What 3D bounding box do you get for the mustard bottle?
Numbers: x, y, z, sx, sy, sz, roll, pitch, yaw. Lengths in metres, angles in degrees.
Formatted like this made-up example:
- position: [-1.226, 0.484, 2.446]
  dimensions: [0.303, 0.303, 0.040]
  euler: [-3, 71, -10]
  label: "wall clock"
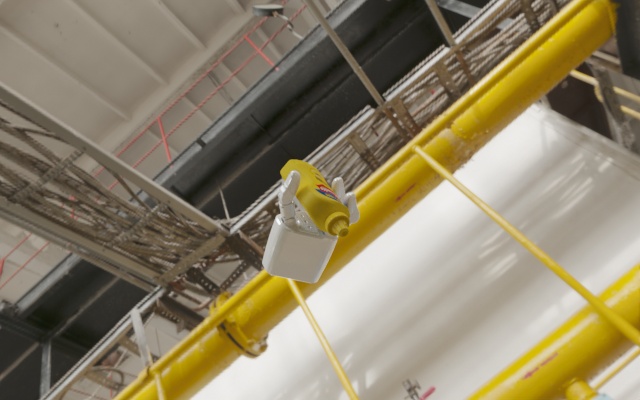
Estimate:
- position: [0.000, 0.002, 0.832]
  dimensions: [0.096, 0.058, 0.191]
  euler: [34, 13, -39]
  label: "mustard bottle"
